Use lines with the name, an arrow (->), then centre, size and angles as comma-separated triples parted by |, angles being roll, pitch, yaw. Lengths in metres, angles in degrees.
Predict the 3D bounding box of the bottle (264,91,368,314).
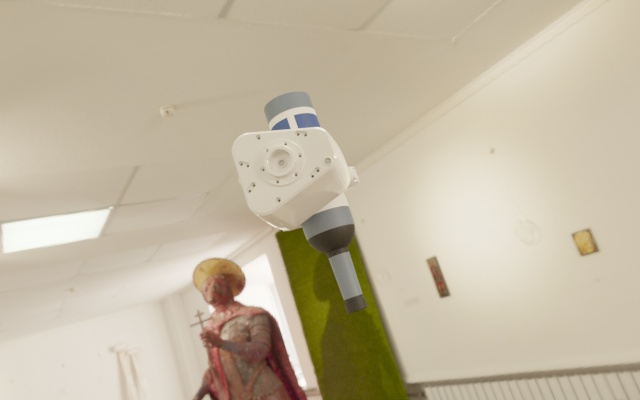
bottle -> 0.000, 0.002, 0.629 | 0.069, 0.295, 0.069 | -18, -12, -4
